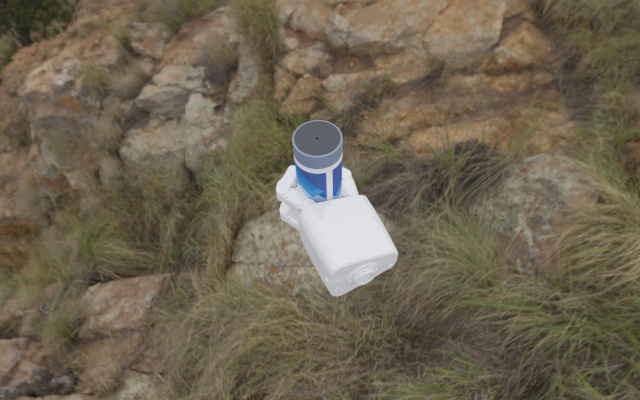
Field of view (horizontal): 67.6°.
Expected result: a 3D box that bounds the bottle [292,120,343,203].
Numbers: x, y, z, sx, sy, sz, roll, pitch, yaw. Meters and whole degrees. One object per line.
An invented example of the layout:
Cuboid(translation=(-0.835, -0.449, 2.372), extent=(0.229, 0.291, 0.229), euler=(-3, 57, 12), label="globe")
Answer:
Cuboid(translation=(0.000, 0.002, 0.747), extent=(0.069, 0.069, 0.296), euler=(0, -35, 2), label="bottle")
